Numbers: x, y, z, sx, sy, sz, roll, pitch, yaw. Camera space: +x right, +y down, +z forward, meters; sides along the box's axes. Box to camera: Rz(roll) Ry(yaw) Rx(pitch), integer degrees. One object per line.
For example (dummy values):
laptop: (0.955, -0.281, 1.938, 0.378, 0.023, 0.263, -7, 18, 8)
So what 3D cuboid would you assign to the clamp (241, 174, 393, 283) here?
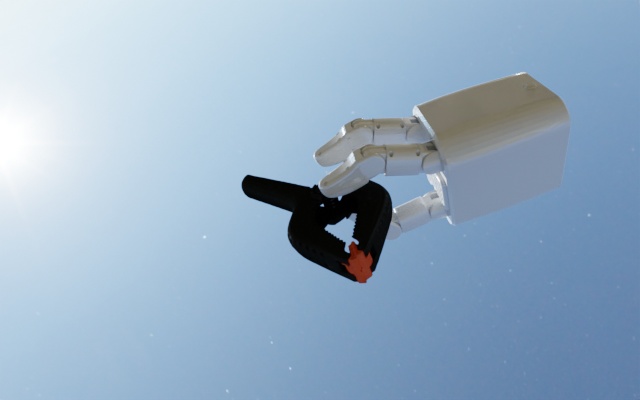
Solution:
clamp: (0.001, 0.002, 0.442, 0.164, 0.036, 0.209, -21, 33, 8)
